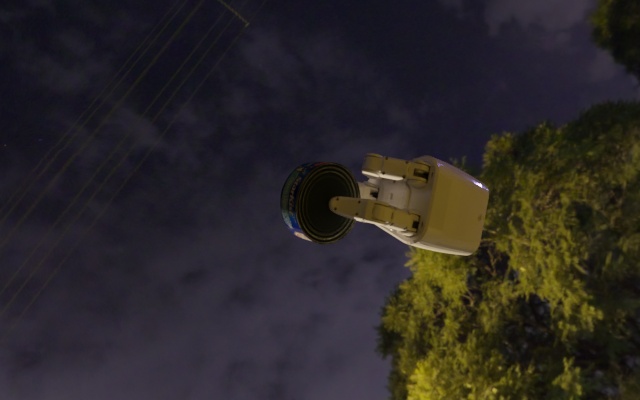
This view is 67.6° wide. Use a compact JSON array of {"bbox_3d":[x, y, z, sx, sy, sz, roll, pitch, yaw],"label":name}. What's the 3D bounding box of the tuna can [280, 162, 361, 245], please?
[{"bbox_3d":[0.000,0.002,0.505,0.086,0.086,0.033,0,7,-39],"label":"tuna can"}]
